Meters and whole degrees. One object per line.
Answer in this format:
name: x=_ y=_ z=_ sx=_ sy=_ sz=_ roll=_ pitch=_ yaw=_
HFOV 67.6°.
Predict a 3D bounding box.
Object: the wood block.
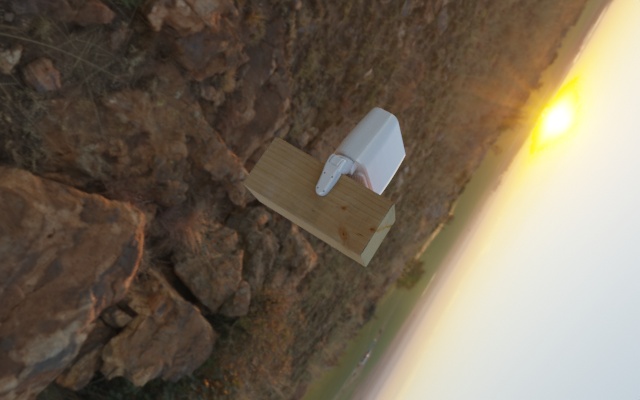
wood block: x=0.000 y=0.002 z=0.718 sx=0.206 sy=0.090 sz=0.091 roll=30 pitch=-11 yaw=18
